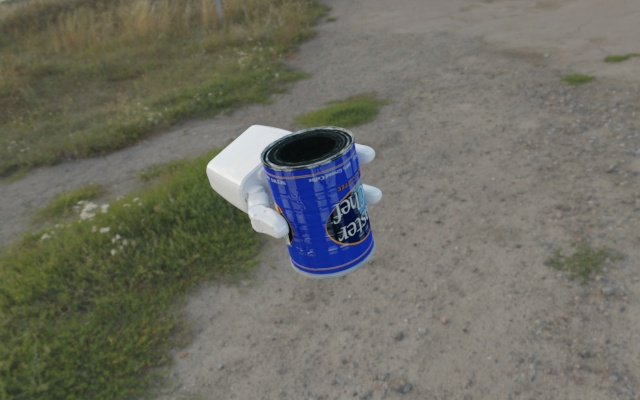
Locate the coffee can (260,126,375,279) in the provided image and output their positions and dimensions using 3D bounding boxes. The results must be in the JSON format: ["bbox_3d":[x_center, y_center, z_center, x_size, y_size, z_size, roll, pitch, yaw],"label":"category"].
[{"bbox_3d":[0.000,0.002,0.536,0.103,0.140,0.102,-10,29,6],"label":"coffee can"}]
